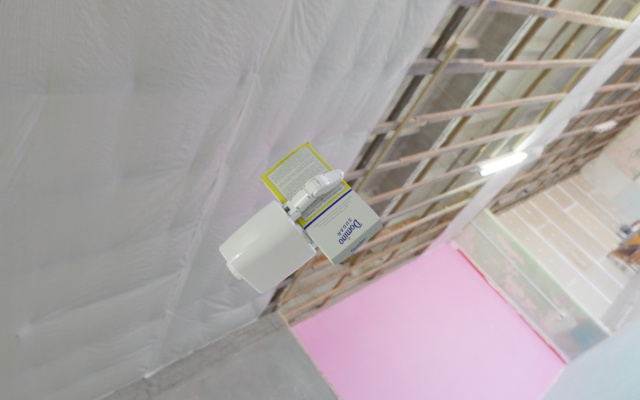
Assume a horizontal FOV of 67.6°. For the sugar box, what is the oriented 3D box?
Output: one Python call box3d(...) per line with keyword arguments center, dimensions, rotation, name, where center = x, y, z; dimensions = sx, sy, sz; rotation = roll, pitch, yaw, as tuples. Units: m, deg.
box3d(center=(0.000, 0.003, 0.711), dimensions=(0.093, 0.176, 0.048), rotation=(-39, -22, -5), name="sugar box")
